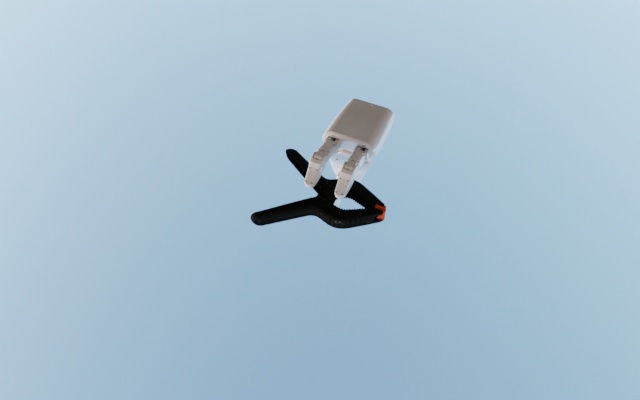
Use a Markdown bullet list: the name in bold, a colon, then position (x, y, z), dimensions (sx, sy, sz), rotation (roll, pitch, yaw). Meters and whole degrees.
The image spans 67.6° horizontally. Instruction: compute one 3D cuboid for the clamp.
- **clamp**: position (0.001, 0.003, 0.782), dimensions (0.210, 0.164, 0.036), rotation (21, -33, 16)
